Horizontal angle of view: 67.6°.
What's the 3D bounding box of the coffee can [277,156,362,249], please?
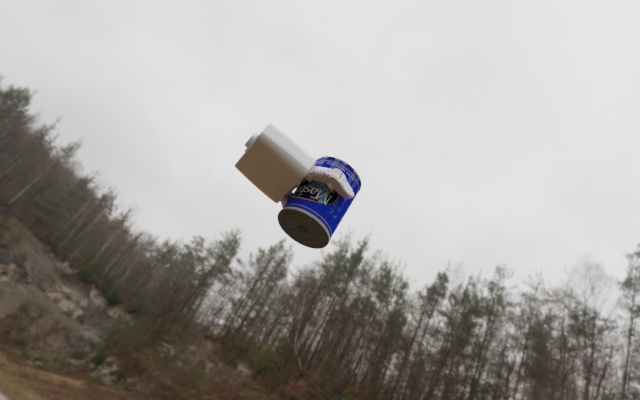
[{"bbox_3d":[0.000,0.003,0.874,0.103,0.103,0.140,0,44,40],"label":"coffee can"}]
